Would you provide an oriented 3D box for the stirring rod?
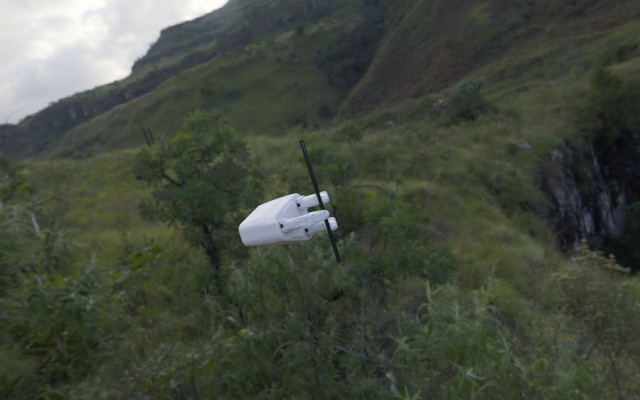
[{"bbox_3d":[0.000,0.003,0.898,0.011,0.239,0.011,-17,5,1],"label":"stirring rod"}]
